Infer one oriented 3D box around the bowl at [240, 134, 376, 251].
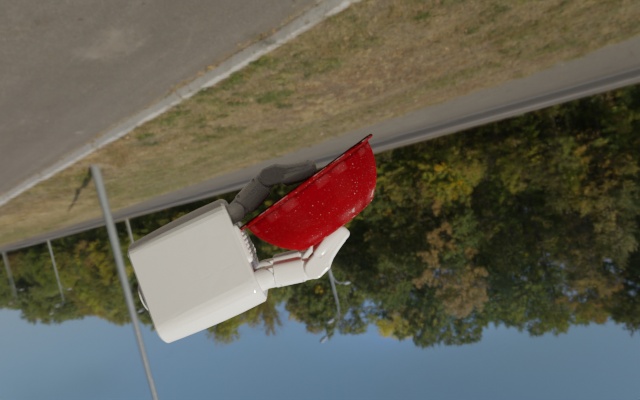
[{"bbox_3d":[0.001,0.001,0.479,0.162,0.055,0.162,-36,3,2],"label":"bowl"}]
